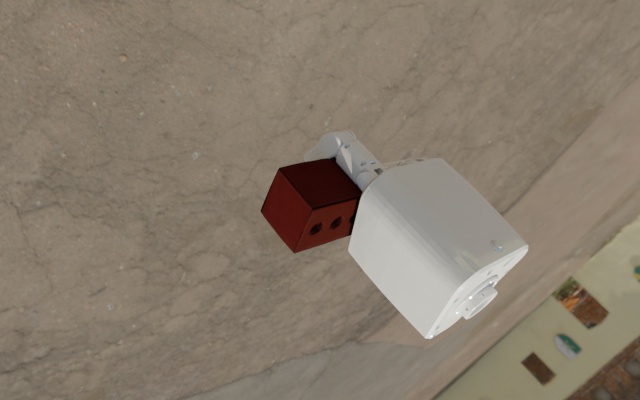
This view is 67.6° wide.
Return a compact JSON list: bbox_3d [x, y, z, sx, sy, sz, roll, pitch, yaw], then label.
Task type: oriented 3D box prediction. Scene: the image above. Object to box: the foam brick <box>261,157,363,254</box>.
[{"bbox_3d":[0.000,0.001,0.404,0.078,0.053,0.051,-15,54,-38],"label":"foam brick"}]
